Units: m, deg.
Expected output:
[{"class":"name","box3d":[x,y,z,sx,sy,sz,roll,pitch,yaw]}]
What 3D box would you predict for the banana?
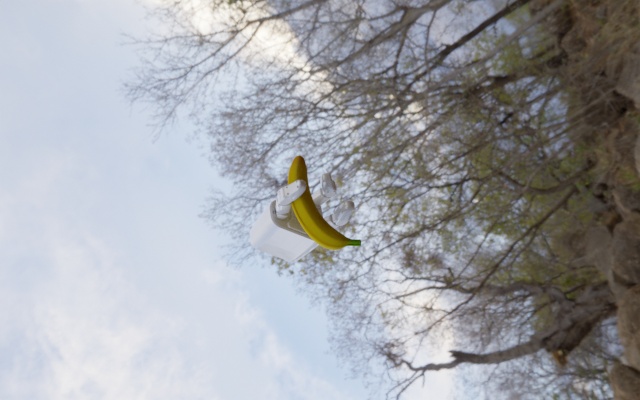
[{"class":"banana","box3d":[-0.013,0.012,0.808,0.069,0.197,0.037,-23,-20,-30]}]
